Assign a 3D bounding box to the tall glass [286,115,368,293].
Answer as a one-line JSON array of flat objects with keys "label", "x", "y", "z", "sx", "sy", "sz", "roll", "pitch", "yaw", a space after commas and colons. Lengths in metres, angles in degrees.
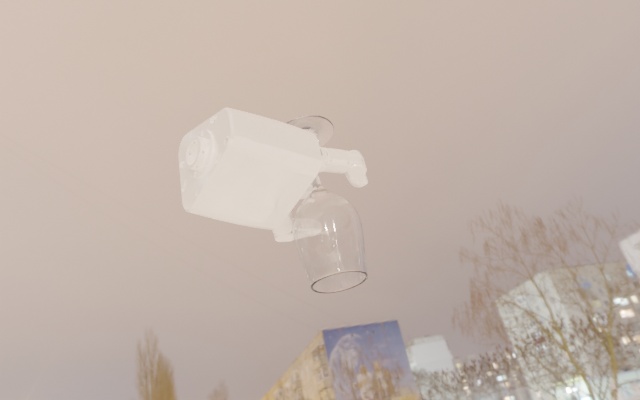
[{"label": "tall glass", "x": 0.000, "y": 0.001, "z": 0.552, "sx": 0.079, "sy": 0.201, "sz": 0.079, "roll": -11, "pitch": -28, "yaw": -6}]
